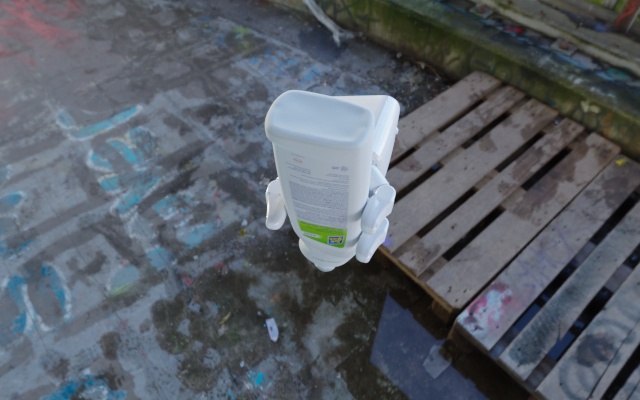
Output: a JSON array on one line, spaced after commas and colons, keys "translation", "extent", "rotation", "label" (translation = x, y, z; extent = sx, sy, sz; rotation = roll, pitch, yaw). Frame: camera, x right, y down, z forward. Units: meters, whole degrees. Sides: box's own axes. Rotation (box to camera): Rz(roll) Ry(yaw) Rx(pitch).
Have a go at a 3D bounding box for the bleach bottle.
[{"translation": [0.000, 0.002, 0.530], "extent": [0.102, 0.068, 0.251], "rotation": [15, -37, 10], "label": "bleach bottle"}]
